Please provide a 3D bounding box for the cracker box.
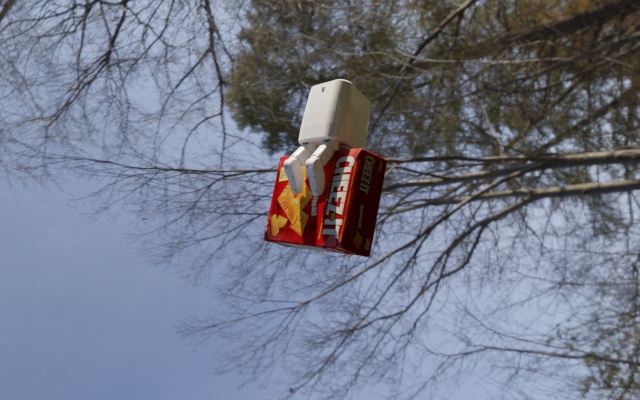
[{"bbox_3d":[0.000,0.003,0.822,0.072,0.164,0.213,19,-12,-40],"label":"cracker box"}]
